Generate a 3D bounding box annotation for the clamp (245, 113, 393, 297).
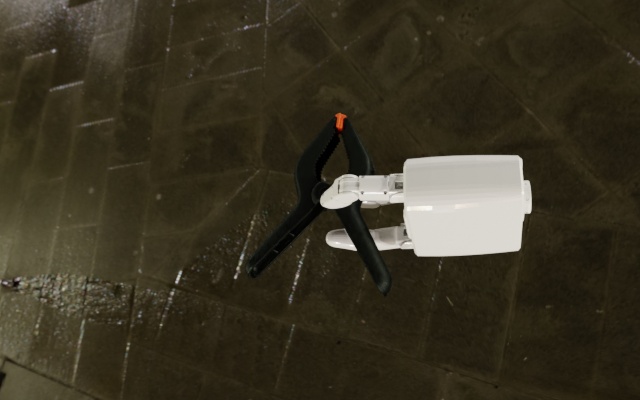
[{"bbox_3d":[0.000,0.001,0.539,0.164,0.210,0.036,-2,-21,16],"label":"clamp"}]
